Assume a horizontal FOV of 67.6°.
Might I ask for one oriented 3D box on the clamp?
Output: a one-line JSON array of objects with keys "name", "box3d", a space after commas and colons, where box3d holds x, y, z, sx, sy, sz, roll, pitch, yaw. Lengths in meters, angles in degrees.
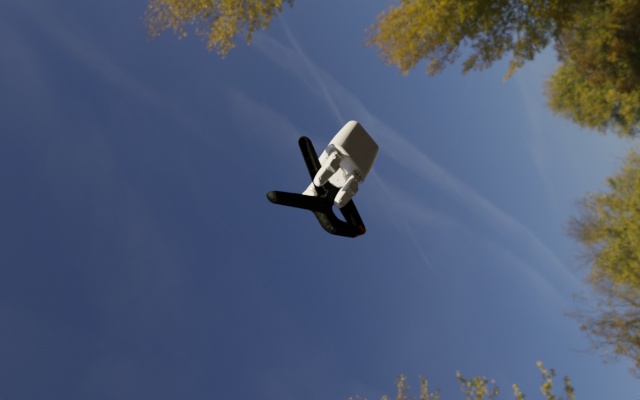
[{"name": "clamp", "box3d": [0.000, 0.003, 0.866, 0.036, 0.210, 0.164, -26, 22, 45]}]
